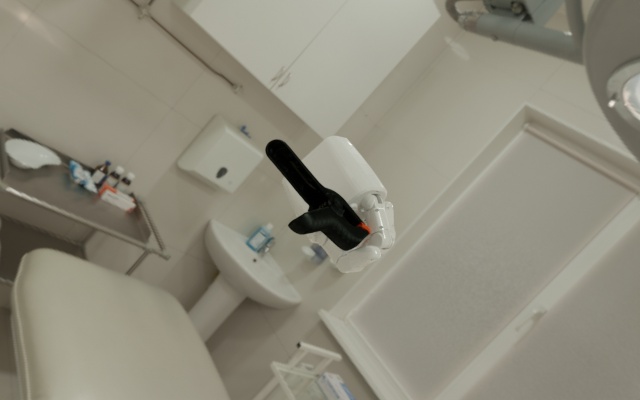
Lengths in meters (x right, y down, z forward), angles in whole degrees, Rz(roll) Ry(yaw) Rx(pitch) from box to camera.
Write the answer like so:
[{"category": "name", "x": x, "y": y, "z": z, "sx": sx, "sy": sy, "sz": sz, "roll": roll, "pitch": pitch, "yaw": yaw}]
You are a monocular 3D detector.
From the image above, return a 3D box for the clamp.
[{"category": "clamp", "x": 0.001, "y": 0.002, "z": 0.535, "sx": 0.039, "sy": 0.120, "sz": 0.171, "roll": -27, "pitch": -29, "yaw": 18}]
